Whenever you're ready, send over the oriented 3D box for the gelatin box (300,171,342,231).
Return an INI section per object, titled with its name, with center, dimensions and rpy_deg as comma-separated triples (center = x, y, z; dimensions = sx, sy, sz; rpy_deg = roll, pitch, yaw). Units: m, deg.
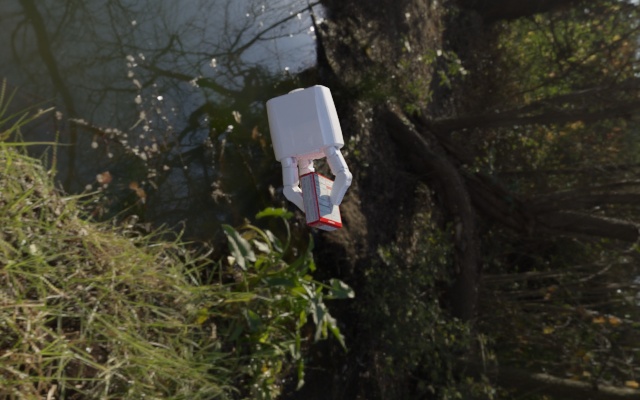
[gelatin box]
center = 0.001, 0.003, 0.804
dimensions = 0.030, 0.089, 0.073
rpy_deg = -19, -21, 26
